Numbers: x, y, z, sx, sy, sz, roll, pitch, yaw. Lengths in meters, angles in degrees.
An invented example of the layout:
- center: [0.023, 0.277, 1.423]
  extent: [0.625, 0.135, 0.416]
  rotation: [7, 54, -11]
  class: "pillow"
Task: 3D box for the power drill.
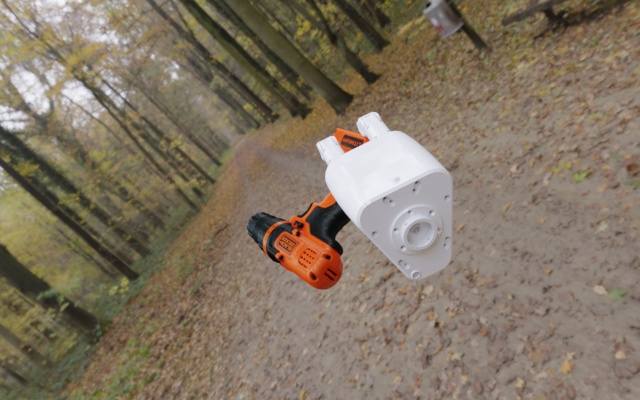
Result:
- center: [0.000, 0.002, 0.597]
  extent: [0.057, 0.187, 0.184]
  rotation: [40, -8, -40]
  class: "power drill"
